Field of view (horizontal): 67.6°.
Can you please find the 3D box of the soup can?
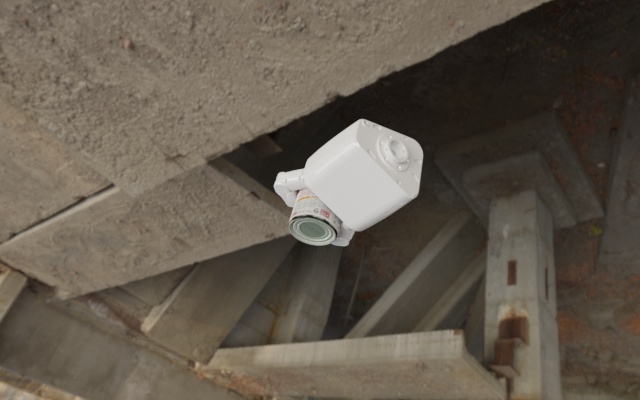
[{"bbox_3d":[0.000,0.003,0.657,0.068,0.102,0.069,10,-36,7],"label":"soup can"}]
